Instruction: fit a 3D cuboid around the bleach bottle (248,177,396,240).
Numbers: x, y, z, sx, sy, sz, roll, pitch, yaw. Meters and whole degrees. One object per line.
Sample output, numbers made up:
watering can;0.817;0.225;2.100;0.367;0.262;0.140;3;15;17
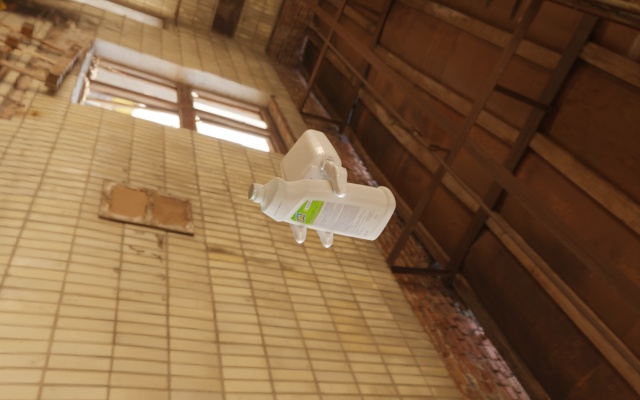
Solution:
bleach bottle;0.000;0.003;0.834;0.251;0.103;0.068;12;31;-25
